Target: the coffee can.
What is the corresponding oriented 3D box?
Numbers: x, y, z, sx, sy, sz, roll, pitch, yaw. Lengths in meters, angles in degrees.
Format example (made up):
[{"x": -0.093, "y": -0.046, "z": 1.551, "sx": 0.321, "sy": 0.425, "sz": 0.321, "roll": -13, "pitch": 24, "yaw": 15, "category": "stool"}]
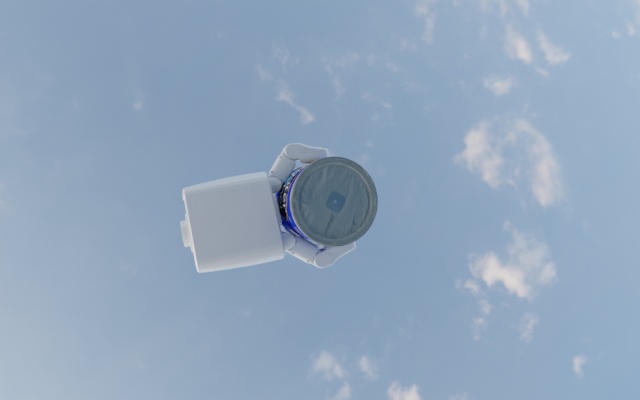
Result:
[{"x": 0.000, "y": 0.002, "z": 0.607, "sx": 0.103, "sy": 0.103, "sz": 0.140, "roll": 0, "pitch": -1, "yaw": -14, "category": "coffee can"}]
